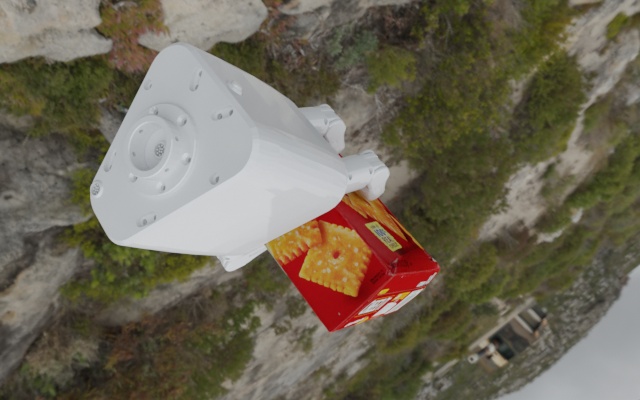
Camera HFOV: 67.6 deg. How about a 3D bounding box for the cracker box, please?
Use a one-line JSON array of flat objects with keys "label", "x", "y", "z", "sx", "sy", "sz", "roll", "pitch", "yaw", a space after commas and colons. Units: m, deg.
[{"label": "cracker box", "x": 0.000, "y": 0.002, "z": 0.422, "sx": 0.072, "sy": 0.213, "sz": 0.164, "roll": -44, "pitch": -22, "yaw": 14}]
